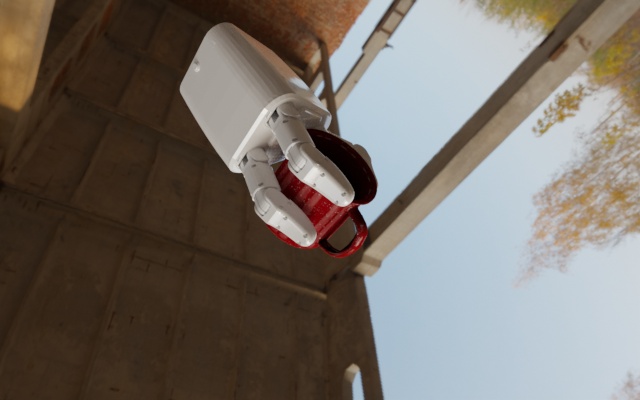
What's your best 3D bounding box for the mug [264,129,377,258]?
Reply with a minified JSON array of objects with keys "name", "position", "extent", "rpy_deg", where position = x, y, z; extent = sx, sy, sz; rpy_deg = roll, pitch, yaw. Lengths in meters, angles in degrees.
[{"name":"mug","position":[0.001,0.003,0.454],"extent":[0.093,0.117,0.081],"rpy_deg":[-12,-30,-50]}]
